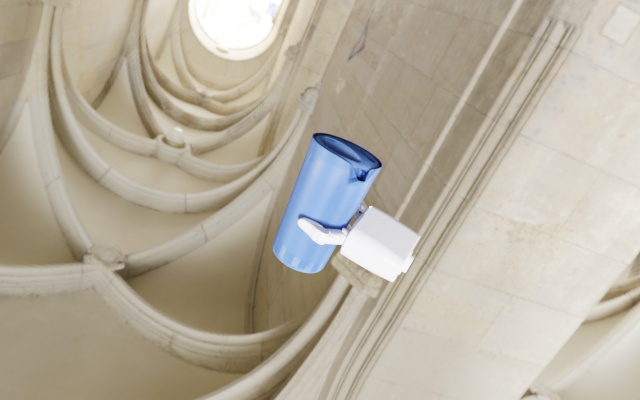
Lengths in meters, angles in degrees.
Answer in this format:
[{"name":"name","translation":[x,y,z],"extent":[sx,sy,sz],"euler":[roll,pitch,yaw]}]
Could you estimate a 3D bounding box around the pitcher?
[{"name":"pitcher","translation":[0.000,0.003,0.881],"extent":[0.145,0.243,0.149],"euler":[31,22,13]}]
